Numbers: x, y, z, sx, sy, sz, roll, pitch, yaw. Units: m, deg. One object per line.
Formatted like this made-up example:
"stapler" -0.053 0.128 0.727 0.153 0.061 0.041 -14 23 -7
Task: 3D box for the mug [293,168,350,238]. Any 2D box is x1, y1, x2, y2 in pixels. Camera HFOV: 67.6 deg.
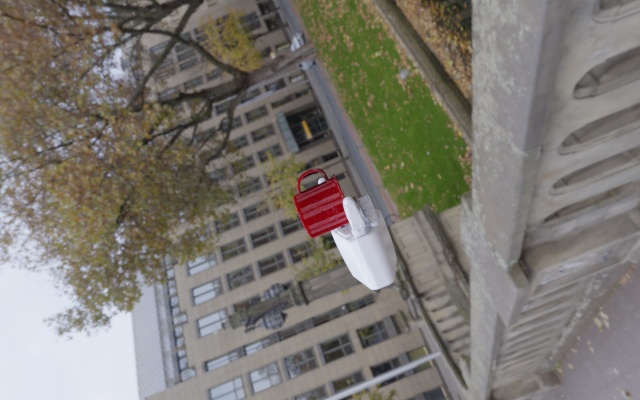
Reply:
"mug" -0.001 0.002 0.813 0.081 0.117 0.093 -24 17 2
